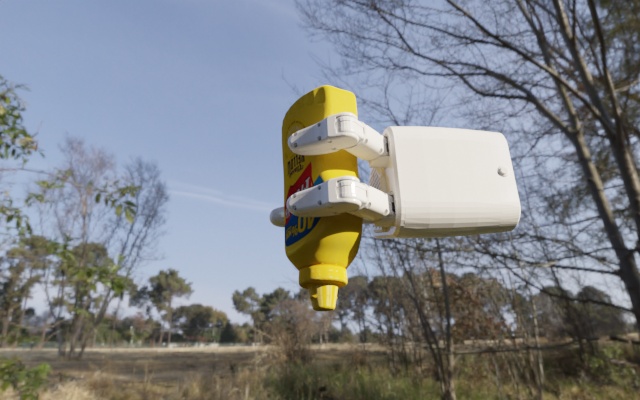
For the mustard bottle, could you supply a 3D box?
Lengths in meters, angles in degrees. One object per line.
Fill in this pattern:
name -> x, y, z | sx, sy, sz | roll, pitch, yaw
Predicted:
mustard bottle -> 0.000, 0.001, 0.428 | 0.058, 0.191, 0.096 | 10, -25, -29
